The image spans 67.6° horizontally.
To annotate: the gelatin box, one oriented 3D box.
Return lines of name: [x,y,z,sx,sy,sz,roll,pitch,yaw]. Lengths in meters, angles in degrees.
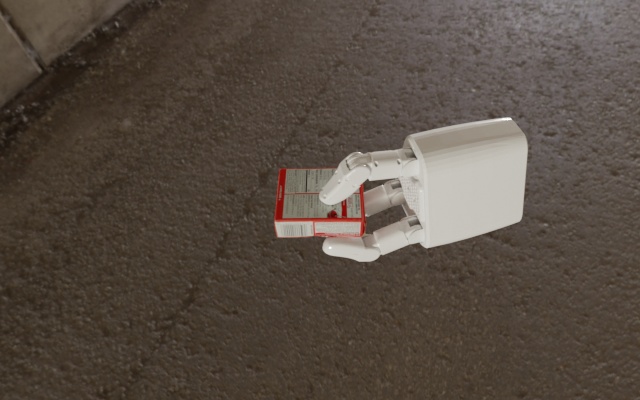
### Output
gelatin box: [0.000,0.001,0.487,0.089,0.073,0.030,0,-42,1]
